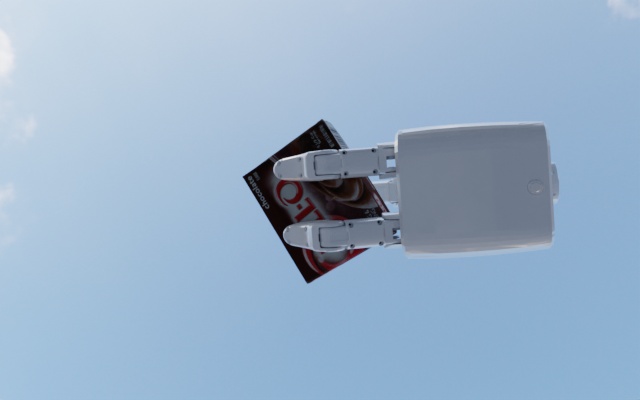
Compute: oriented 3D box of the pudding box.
[{"bbox_3d":[0.000,0.001,0.414,0.090,0.113,0.039,-33,-7,17],"label":"pudding box"}]
